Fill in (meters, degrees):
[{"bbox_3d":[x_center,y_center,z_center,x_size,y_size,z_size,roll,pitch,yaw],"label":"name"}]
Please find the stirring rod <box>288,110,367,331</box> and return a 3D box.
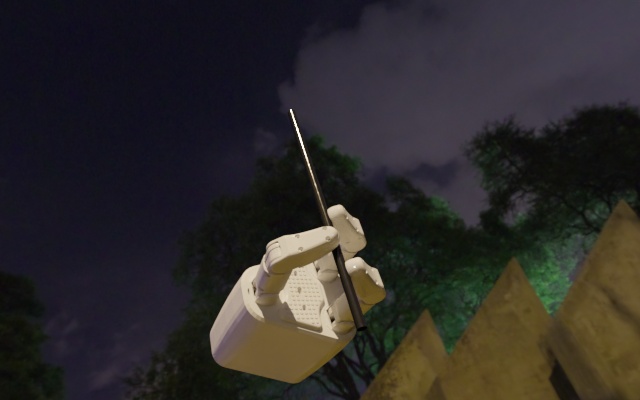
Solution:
[{"bbox_3d":[0.000,0.001,0.416,0.011,0.239,0.011,-11,-38,-9],"label":"stirring rod"}]
